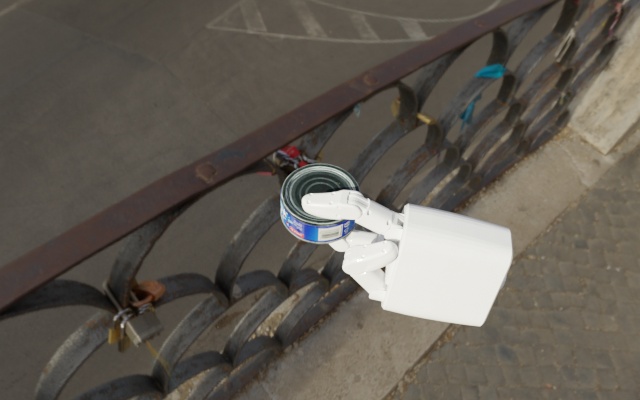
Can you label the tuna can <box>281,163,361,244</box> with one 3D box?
[{"bbox_3d":[0.000,0.001,0.506,0.086,0.086,0.034,0,-39,-2],"label":"tuna can"}]
